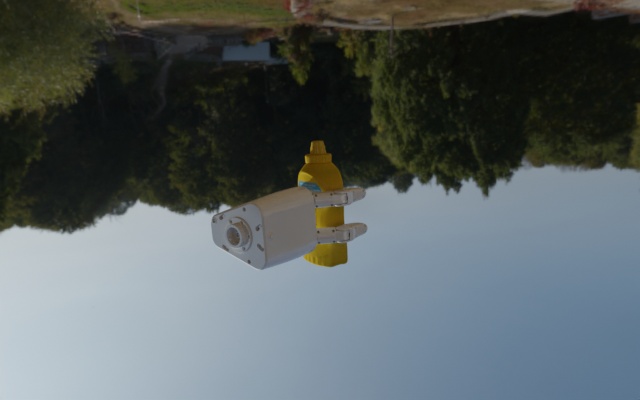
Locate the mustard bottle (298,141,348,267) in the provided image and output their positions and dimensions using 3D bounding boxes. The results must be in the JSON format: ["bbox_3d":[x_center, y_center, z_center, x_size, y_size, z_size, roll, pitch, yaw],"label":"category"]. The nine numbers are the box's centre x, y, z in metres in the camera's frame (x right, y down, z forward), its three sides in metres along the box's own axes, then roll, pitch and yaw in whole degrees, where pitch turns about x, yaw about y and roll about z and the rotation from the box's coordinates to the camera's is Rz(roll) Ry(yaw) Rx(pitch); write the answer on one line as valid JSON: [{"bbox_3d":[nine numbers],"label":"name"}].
[{"bbox_3d":[0.000,0.003,0.752,0.058,0.192,0.096,-9,12,-28],"label":"mustard bottle"}]
